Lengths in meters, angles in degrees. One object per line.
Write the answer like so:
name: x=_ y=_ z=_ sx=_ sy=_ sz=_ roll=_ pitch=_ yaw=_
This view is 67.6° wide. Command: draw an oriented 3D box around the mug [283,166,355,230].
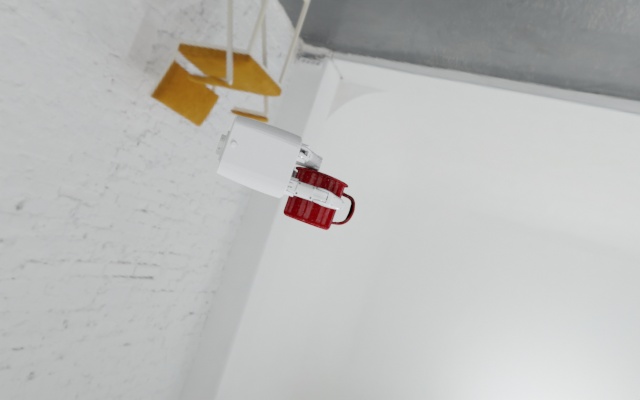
mug: x=0.001 y=0.003 z=0.787 sx=0.117 sy=0.081 sz=0.093 roll=21 pitch=-4 yaw=-11
